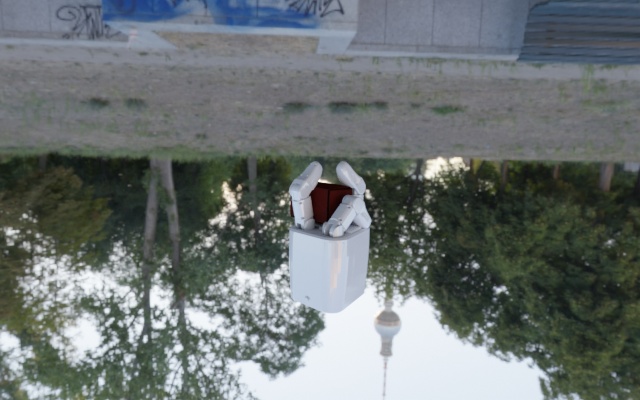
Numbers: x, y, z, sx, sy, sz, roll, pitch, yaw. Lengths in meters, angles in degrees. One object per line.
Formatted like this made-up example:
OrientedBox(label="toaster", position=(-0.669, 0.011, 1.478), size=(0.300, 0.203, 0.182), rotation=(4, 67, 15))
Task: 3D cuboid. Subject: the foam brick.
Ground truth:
OrientedBox(label="foam brick", position=(0.000, 0.002, 0.693), size=(0.078, 0.051, 0.053), rotation=(11, 14, 44))
